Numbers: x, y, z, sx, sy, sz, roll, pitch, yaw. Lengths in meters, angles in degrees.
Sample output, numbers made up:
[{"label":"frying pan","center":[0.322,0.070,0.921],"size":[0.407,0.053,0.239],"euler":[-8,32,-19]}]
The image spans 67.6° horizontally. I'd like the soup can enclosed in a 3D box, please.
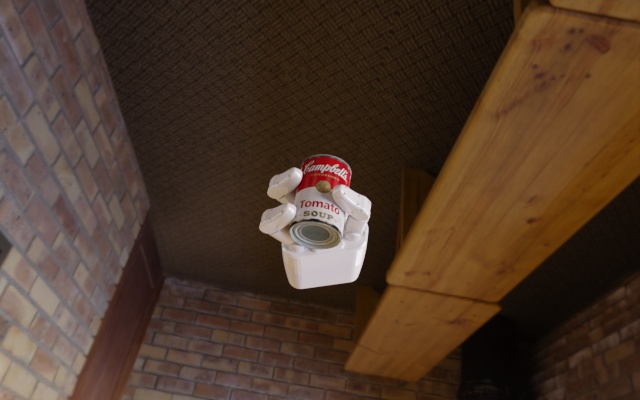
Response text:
[{"label":"soup can","center":[0.000,0.002,0.603],"size":[0.068,0.102,0.069],"euler":[7,-34,5]}]
